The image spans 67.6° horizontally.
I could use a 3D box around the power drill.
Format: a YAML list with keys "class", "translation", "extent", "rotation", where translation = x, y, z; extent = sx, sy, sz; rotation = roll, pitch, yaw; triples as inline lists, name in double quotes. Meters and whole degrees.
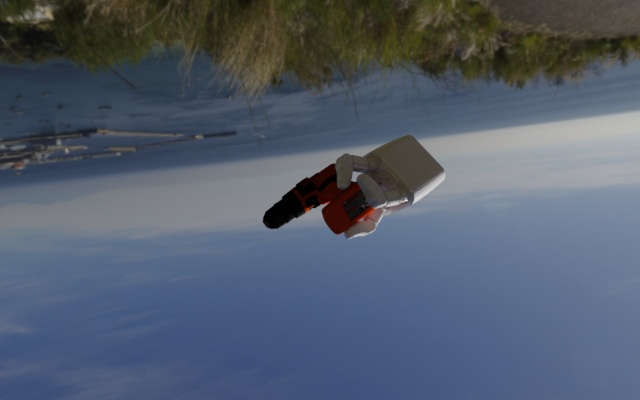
- class: "power drill"
  translation: [0.001, 0.003, 0.833]
  extent: [0.184, 0.057, 0.187]
  rotation: [-37, 25, -16]
